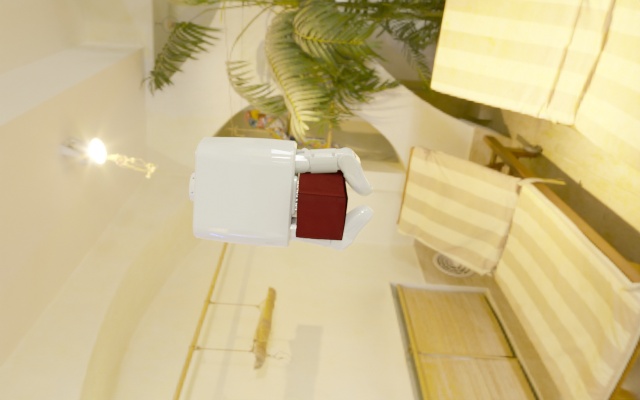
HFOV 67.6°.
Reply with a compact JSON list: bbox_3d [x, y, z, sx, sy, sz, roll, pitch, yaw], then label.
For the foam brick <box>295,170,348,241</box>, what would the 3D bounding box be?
[{"bbox_3d":[0.000,0.002,0.518,0.051,0.053,0.078,4,25,-3],"label":"foam brick"}]
